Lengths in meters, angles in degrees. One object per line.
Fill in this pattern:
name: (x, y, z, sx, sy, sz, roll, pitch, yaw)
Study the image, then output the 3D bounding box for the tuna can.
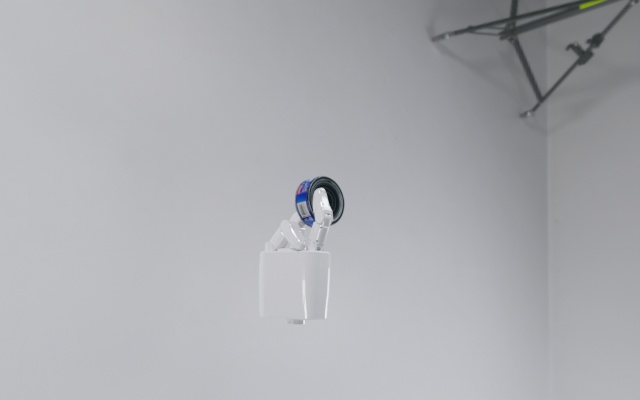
tuna can: (0.001, 0.002, 0.800, 0.086, 0.086, 0.034, 0, -10, -43)
